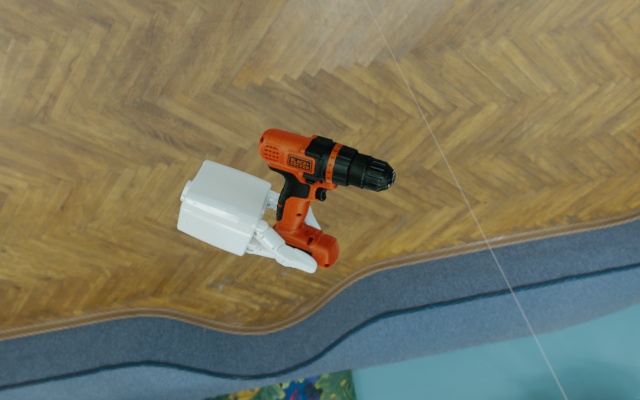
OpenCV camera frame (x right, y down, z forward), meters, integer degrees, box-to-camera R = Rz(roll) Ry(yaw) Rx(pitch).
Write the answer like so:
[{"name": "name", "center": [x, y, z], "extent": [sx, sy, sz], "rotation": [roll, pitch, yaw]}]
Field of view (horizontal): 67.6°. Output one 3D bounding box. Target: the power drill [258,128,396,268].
[{"name": "power drill", "center": [0.000, 0.002, 0.657], "extent": [0.184, 0.188, 0.057], "rotation": [19, 36, 15]}]
